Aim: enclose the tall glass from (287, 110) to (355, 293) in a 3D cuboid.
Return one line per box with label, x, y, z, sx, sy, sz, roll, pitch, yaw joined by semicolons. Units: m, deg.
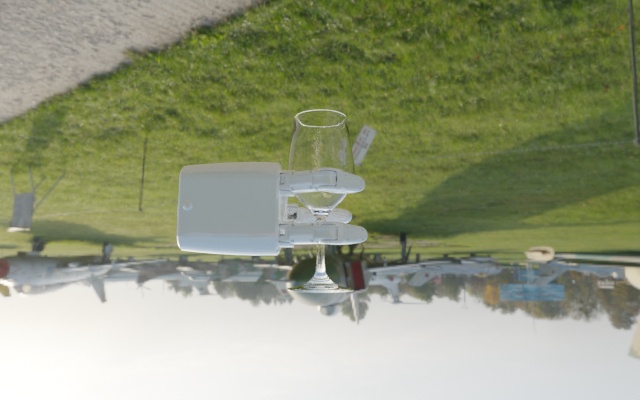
tall glass;0.000;0.002;0.546;0.079;0.201;0.079;0;-8;0
